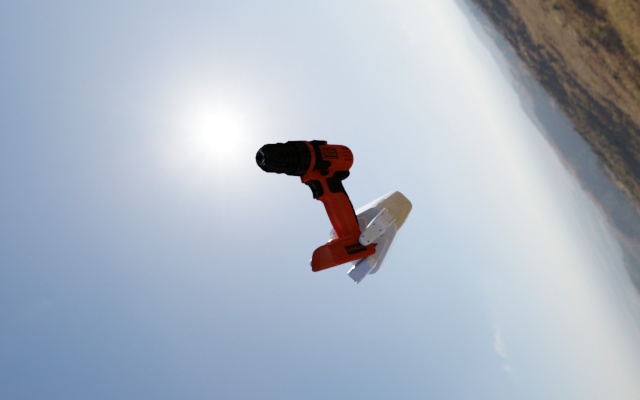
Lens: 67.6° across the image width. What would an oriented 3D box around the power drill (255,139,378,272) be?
[{"bbox_3d":[0.000,0.003,0.680,0.057,0.187,0.184,-24,-12,42],"label":"power drill"}]
